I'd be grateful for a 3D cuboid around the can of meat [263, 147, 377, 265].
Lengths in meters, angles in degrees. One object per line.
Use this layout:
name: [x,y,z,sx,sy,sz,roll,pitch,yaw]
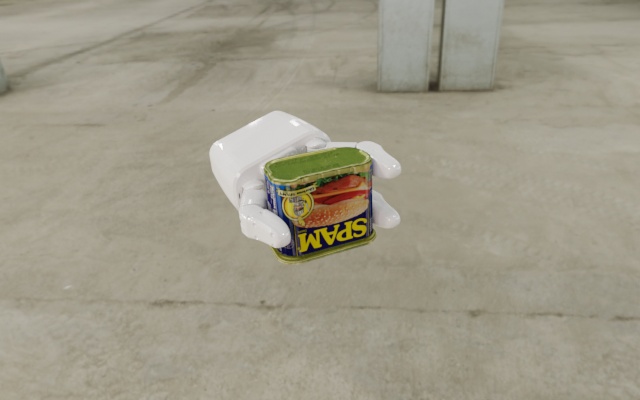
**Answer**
can of meat: [0.000,0.001,0.444,0.102,0.084,0.057,-14,29,-18]
